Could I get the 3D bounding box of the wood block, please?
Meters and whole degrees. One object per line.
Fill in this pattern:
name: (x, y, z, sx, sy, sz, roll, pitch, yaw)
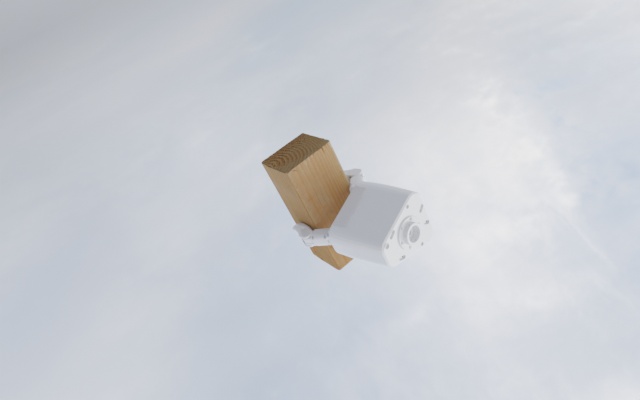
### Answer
wood block: (0.000, 0.003, 0.795, 0.091, 0.206, 0.090, -38, 32, -18)
